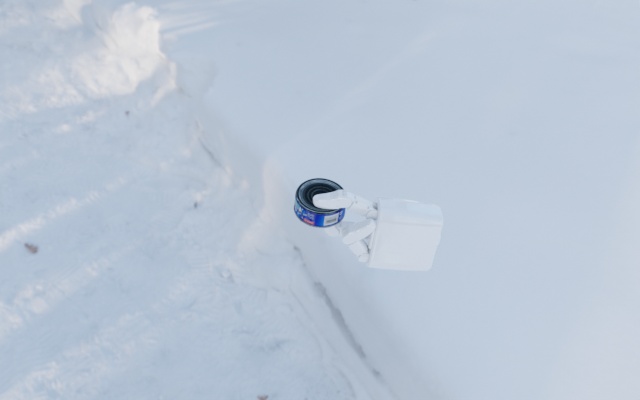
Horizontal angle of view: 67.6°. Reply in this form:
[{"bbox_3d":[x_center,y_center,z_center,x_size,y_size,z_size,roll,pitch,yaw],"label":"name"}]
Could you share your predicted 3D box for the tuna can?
[{"bbox_3d":[0.000,0.002,0.777,0.086,0.034,0.086,4,44,-4],"label":"tuna can"}]
